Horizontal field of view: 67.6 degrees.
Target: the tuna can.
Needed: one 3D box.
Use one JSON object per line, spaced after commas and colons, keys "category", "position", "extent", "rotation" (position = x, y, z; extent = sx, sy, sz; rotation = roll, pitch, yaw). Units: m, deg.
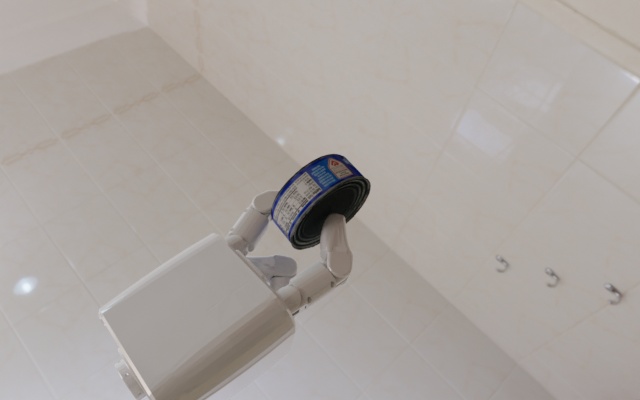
{"category": "tuna can", "position": [0.000, 0.001, 0.412], "extent": [0.033, 0.086, 0.086], "rotation": [49, 24, 23]}
